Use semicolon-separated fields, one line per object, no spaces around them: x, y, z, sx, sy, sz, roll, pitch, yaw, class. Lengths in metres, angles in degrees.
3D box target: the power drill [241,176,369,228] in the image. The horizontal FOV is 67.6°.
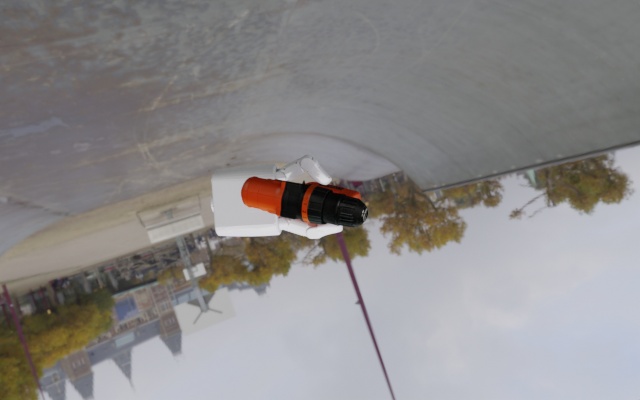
0.000;0.002;0.716;0.184;0.057;0.187;13;2;20;power drill
